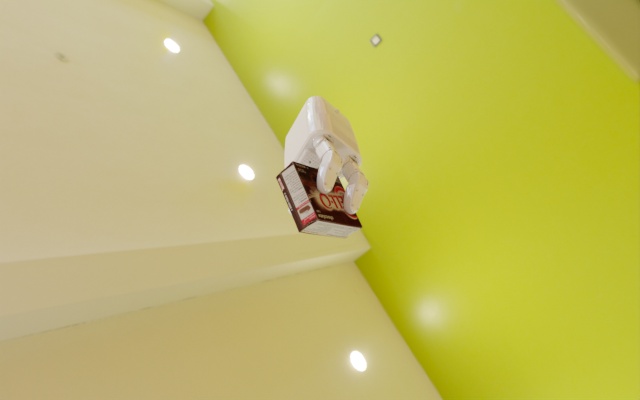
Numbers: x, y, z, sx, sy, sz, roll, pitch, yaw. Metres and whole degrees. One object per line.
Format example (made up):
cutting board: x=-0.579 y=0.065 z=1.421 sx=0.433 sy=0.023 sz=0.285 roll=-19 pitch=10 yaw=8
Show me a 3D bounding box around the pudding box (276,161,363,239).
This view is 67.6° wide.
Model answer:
pudding box: x=0.000 y=0.002 z=0.644 sx=0.039 sy=0.090 sz=0.113 roll=-38 pitch=-26 yaw=27
